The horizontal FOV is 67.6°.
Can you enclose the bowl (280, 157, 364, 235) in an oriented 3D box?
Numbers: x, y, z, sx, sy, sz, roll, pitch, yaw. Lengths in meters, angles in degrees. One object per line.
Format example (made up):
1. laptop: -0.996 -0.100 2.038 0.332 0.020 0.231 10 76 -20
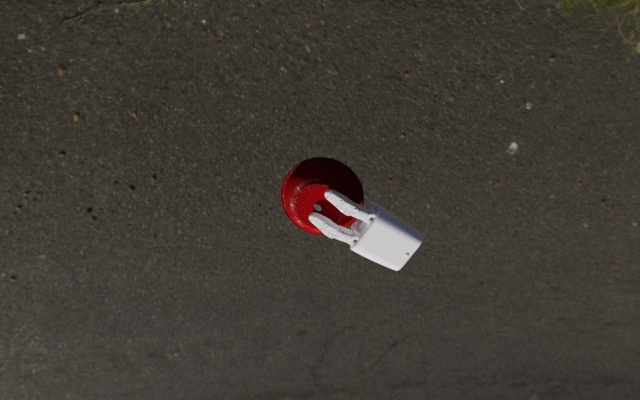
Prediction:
1. bowl: -0.001 0.003 0.896 0.162 0.162 0.055 0 21 7
